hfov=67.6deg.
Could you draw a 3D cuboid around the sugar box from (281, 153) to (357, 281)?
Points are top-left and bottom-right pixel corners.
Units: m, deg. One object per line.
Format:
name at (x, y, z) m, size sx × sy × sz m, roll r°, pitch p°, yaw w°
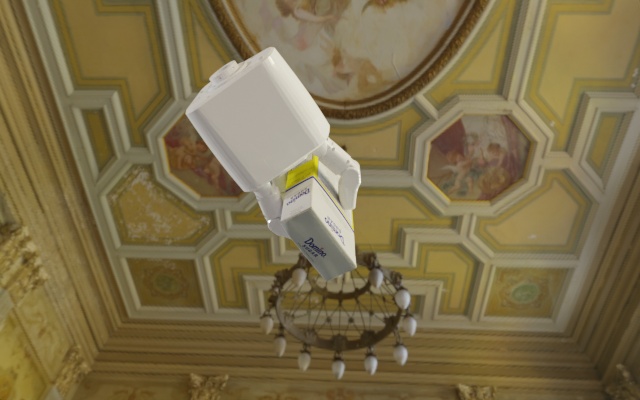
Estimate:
sugar box at (0.000, 0.002, 0.564) m, size 0.048 × 0.093 × 0.176 m, roll -27°, pitch 27°, yaw 19°
